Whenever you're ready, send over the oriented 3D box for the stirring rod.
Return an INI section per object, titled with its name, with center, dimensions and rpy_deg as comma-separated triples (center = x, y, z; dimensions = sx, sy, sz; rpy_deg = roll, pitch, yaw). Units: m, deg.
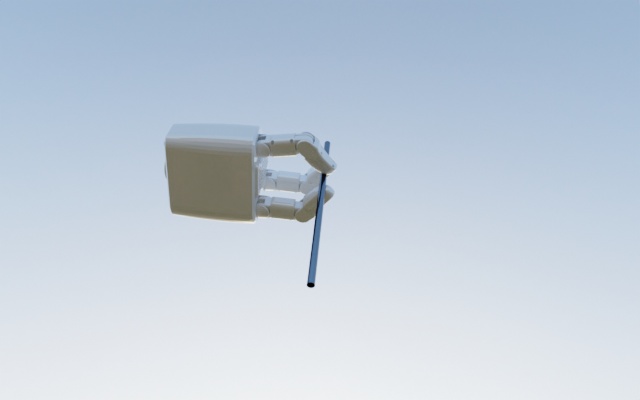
[stirring rod]
center = 0.000, 0.002, 0.532
dimensions = 0.011, 0.011, 0.239
rpy_deg = 0, 39, 6
